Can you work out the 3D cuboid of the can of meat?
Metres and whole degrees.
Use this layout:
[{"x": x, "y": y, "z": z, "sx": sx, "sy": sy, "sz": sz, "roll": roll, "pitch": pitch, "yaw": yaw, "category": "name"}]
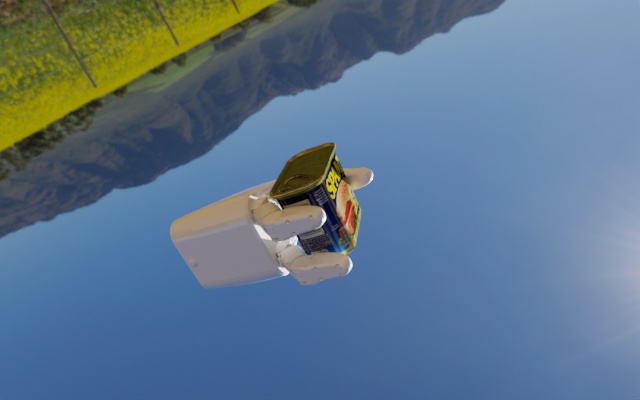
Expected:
[{"x": 0.000, "y": 0.002, "z": 0.485, "sx": 0.057, "sy": 0.084, "sz": 0.102, "roll": -17, "pitch": 24, "yaw": 20, "category": "can of meat"}]
